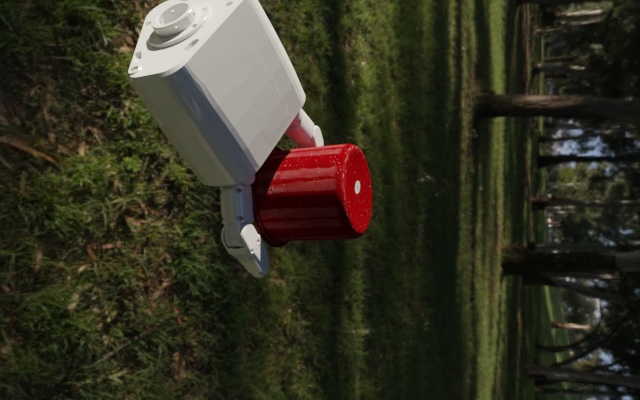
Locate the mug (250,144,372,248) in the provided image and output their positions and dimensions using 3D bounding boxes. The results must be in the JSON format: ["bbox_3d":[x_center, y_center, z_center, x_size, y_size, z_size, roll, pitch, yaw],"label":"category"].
[{"bbox_3d":[0.001,0.002,0.430,0.081,0.093,0.117,-4,-39,23],"label":"mug"}]
